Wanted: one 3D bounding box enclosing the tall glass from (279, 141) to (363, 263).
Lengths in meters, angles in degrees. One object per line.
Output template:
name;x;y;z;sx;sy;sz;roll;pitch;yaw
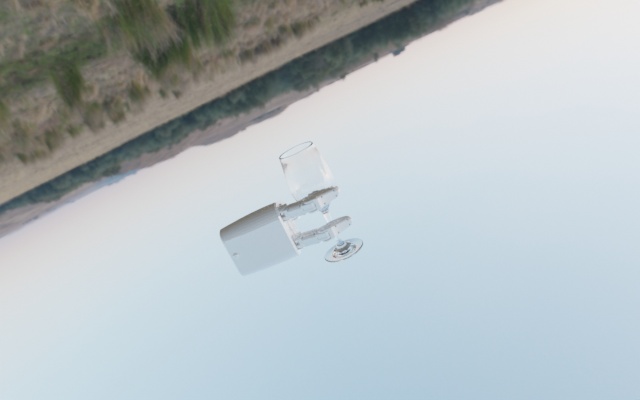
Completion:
tall glass;0.001;0.003;0.812;0.079;0.201;0.079;-23;17;8
